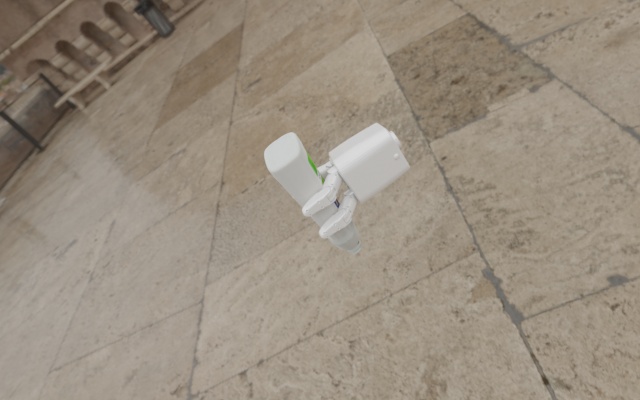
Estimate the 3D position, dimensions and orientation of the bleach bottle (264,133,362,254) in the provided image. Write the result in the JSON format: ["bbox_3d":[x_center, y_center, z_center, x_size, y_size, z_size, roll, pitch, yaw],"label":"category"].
[{"bbox_3d":[0.000,0.003,0.847,0.068,0.251,0.102,-33,33,8],"label":"bleach bottle"}]
